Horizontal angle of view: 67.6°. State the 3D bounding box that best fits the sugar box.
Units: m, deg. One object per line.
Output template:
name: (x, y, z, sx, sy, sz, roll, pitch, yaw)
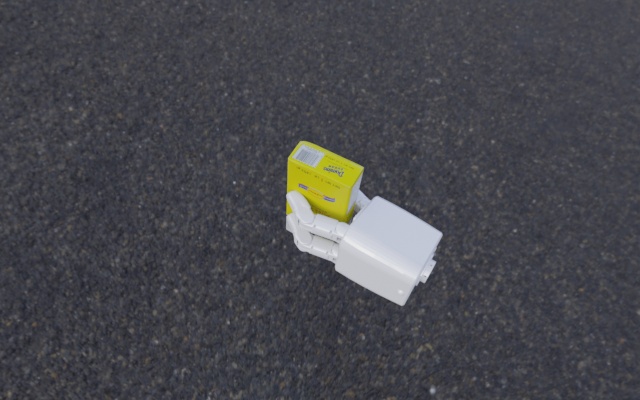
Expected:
sugar box: (0.000, 0.003, 0.672, 0.093, 0.048, 0.176, 26, -35, 13)
